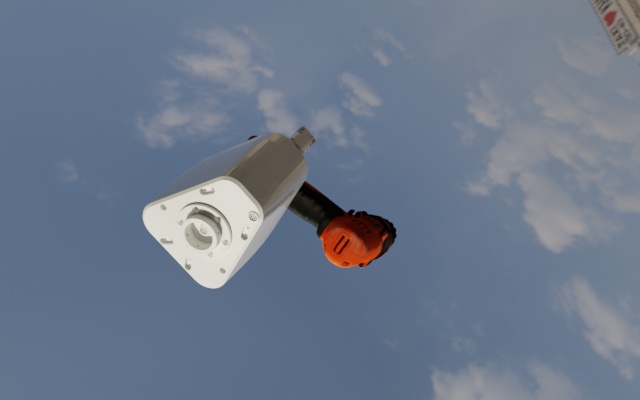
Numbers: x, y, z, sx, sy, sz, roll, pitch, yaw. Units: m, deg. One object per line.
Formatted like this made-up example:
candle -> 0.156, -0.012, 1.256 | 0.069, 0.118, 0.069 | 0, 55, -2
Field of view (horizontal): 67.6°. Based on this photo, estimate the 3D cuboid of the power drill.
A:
power drill -> 0.000, 0.002, 0.550 | 0.187, 0.057, 0.184 | 36, 10, 16
